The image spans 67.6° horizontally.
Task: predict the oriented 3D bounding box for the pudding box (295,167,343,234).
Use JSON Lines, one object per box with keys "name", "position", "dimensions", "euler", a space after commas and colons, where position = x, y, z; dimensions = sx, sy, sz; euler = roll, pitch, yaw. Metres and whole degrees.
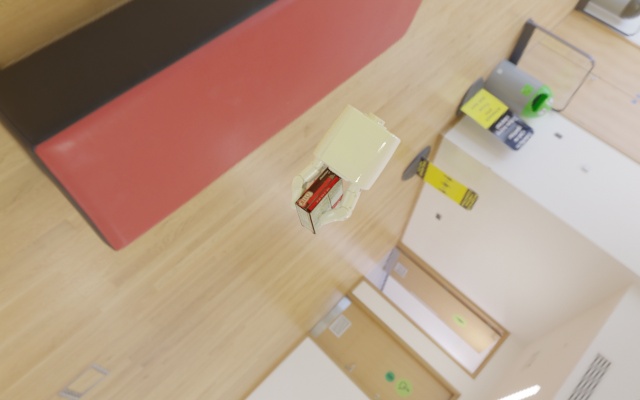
{"name": "pudding box", "position": [0.000, 0.003, 0.867], "dimensions": [0.039, 0.090, 0.113], "euler": [37, -16, 20]}
